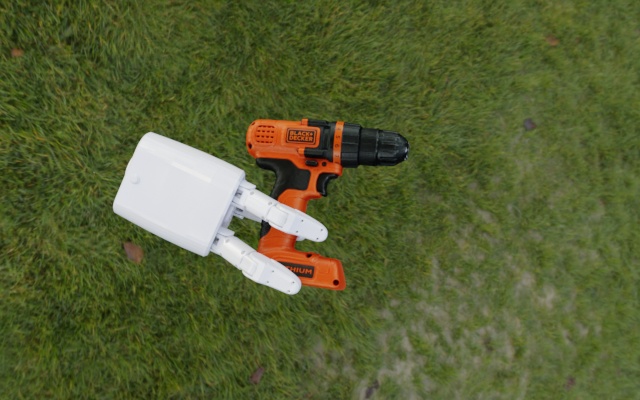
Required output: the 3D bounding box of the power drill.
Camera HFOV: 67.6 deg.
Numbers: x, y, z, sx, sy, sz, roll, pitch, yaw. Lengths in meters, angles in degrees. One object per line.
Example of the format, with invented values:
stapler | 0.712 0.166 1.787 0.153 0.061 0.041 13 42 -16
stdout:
power drill | 0.000 0.002 0.531 0.184 0.187 0.057 5 -11 9
